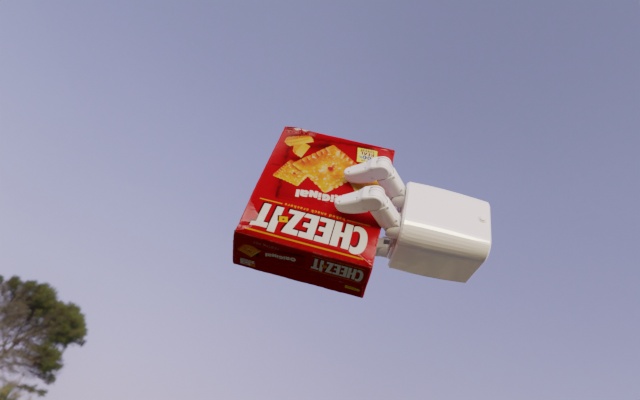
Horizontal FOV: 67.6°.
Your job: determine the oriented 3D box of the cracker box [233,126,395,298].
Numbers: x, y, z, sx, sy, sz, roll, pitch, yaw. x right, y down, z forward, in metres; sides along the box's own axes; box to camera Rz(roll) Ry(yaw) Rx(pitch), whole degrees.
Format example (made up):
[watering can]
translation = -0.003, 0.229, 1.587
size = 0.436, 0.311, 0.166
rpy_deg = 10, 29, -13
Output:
[cracker box]
translation = 0.000, 0.002, 0.619
size = 0.164, 0.072, 0.213
rpy_deg = 14, 45, 5
